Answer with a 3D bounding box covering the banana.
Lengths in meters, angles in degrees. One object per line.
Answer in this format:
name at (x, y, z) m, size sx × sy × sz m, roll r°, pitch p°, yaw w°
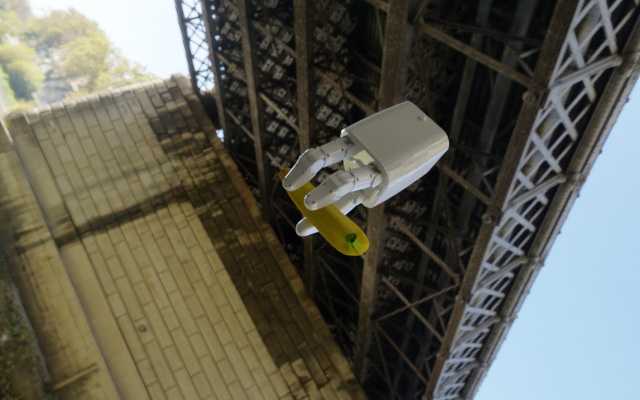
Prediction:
banana at (0.008, 0.017, 0.590) m, size 0.037 × 0.070 × 0.197 m, roll -33°, pitch 36°, yaw -13°
